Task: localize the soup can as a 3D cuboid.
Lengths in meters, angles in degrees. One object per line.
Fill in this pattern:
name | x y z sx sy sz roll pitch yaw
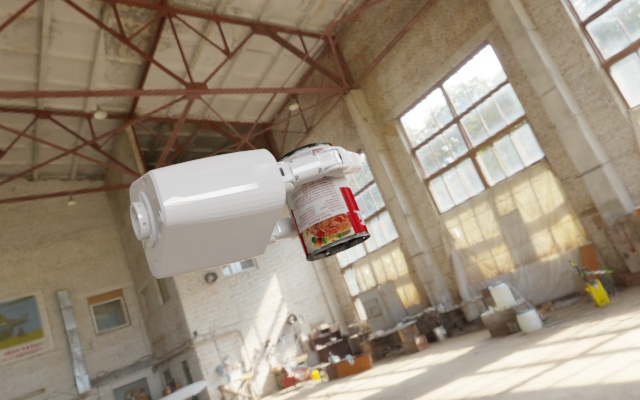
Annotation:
soup can | 0.000 0.001 0.479 0.068 0.102 0.068 -20 -14 -5
